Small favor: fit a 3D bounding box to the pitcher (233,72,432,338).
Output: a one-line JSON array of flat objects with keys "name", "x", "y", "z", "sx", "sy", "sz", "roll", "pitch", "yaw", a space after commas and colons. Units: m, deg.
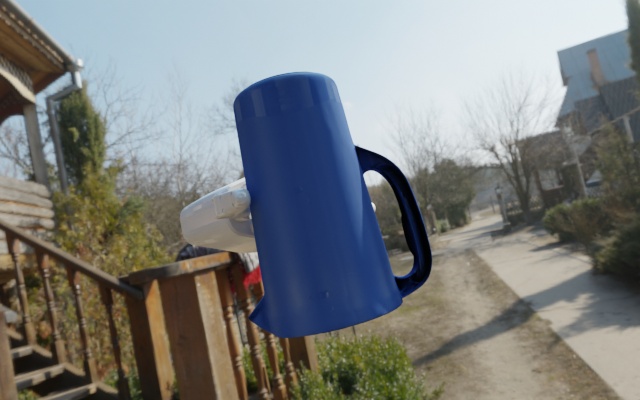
[{"name": "pitcher", "x": 0.000, "y": 0.002, "z": 0.478, "sx": 0.149, "sy": 0.243, "sz": 0.145, "roll": -9, "pitch": -6, "yaw": -45}]
